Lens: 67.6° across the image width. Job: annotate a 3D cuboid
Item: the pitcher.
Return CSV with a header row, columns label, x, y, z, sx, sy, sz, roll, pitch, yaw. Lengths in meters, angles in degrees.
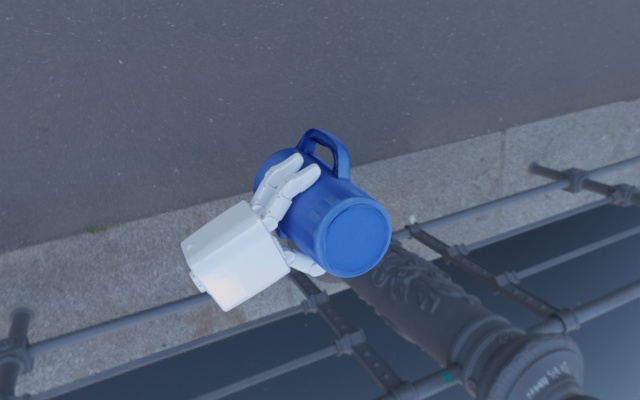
label,x,y,z,sx,sy,sz,roll,pitch,yaw
pitcher,0.000,0.002,0.684,0.145,0.149,0.242,-32,27,-11
